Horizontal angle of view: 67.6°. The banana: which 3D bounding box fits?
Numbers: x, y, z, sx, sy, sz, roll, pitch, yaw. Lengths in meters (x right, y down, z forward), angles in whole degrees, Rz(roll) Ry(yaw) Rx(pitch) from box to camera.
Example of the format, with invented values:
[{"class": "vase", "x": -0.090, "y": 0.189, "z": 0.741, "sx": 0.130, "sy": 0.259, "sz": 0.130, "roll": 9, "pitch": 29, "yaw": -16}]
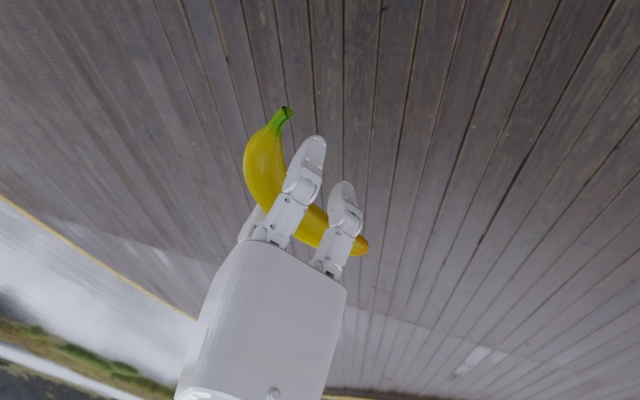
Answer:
[{"class": "banana", "x": -0.018, "y": 0.002, "z": 0.441, "sx": 0.069, "sy": 0.037, "sz": 0.198, "roll": -9, "pitch": -41, "yaw": 23}]
